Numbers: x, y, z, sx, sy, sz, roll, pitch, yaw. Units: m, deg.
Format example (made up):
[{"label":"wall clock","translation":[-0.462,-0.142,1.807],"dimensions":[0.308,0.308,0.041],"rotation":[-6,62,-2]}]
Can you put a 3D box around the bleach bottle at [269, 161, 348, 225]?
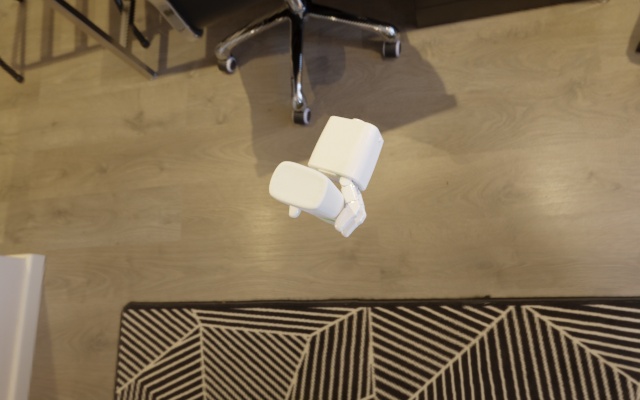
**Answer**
[{"label":"bleach bottle","translation":[0.000,0.003,0.876],"dimensions":[0.102,0.068,0.251],"rotation":[20,-6,20]}]
